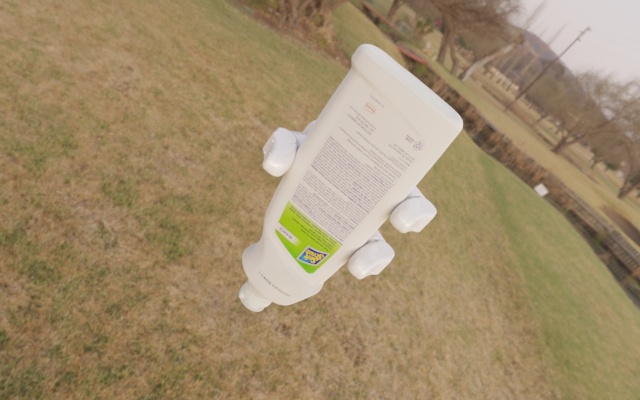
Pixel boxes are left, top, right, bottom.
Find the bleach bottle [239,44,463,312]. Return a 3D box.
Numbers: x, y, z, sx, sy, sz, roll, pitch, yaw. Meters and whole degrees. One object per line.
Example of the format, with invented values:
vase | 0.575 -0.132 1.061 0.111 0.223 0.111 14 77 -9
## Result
bleach bottle | 0.000 0.001 0.408 0.102 0.251 0.068 41 24 4
